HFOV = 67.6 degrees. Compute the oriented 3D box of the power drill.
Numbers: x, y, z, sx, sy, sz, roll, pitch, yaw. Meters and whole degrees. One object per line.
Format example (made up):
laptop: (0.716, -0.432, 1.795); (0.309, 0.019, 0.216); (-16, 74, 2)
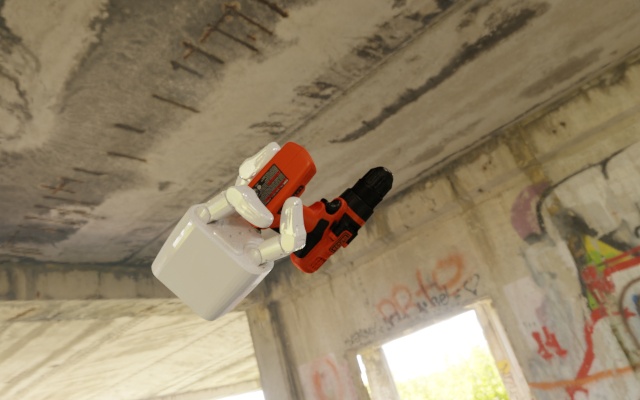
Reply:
power drill: (0.000, 0.002, 0.606); (0.057, 0.184, 0.188); (44, 4, 38)
